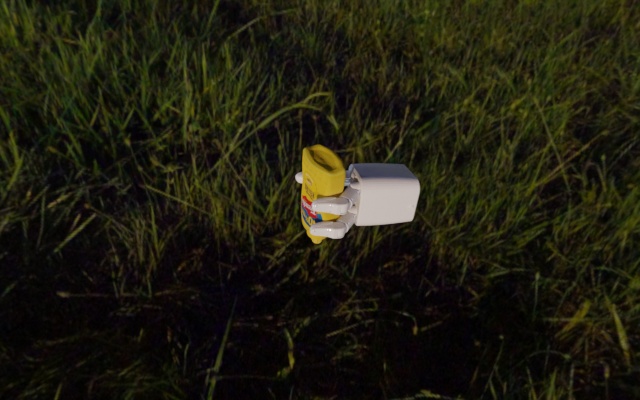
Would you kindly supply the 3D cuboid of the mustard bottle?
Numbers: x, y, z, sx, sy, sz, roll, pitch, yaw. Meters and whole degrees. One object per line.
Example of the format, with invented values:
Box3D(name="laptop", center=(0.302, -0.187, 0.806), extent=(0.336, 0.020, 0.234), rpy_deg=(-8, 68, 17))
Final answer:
Box3D(name="mustard bottle", center=(0.000, 0.003, 0.853), extent=(0.058, 0.192, 0.096), rpy_deg=(-19, 45, -25))
